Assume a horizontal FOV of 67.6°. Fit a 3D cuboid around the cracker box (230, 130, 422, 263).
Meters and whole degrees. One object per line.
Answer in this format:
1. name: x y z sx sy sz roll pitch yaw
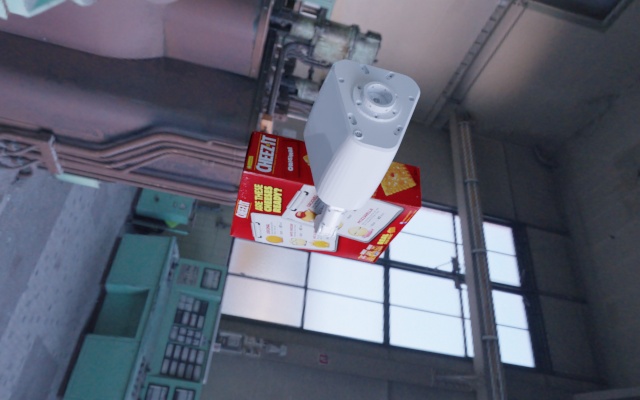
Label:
1. cracker box: 0.000 0.002 0.625 0.214 0.072 0.164 12 -33 -10
